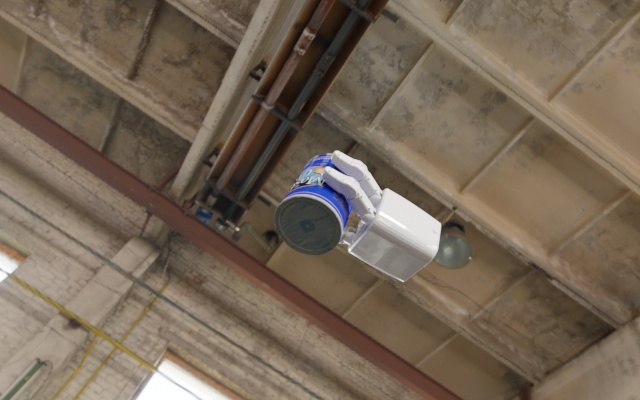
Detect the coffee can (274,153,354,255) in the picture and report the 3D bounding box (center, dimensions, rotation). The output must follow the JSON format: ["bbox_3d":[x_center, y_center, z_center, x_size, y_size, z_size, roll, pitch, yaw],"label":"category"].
[{"bbox_3d":[0.000,0.002,0.743,0.103,0.103,0.140,0,31,19],"label":"coffee can"}]
